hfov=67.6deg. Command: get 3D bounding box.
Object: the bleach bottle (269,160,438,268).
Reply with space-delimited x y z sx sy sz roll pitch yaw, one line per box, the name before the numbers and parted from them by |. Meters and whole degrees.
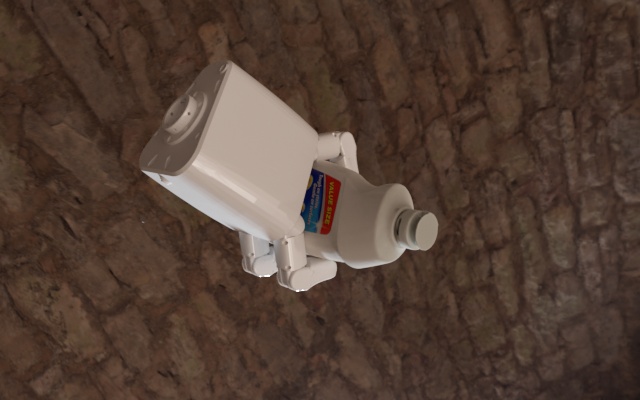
bleach bottle | 0.000 0.002 0.453 0.251 0.102 0.068 10 -21 47
